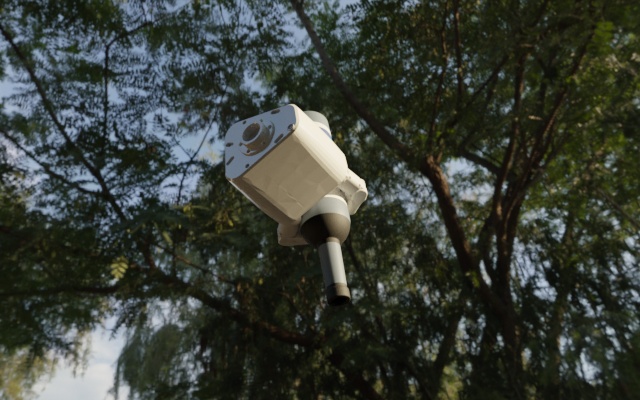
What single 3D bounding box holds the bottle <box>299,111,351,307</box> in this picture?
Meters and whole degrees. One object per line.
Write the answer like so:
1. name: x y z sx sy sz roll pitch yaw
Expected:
1. bottle: 0.000 0.002 0.637 0.069 0.295 0.069 -6 -38 -5
